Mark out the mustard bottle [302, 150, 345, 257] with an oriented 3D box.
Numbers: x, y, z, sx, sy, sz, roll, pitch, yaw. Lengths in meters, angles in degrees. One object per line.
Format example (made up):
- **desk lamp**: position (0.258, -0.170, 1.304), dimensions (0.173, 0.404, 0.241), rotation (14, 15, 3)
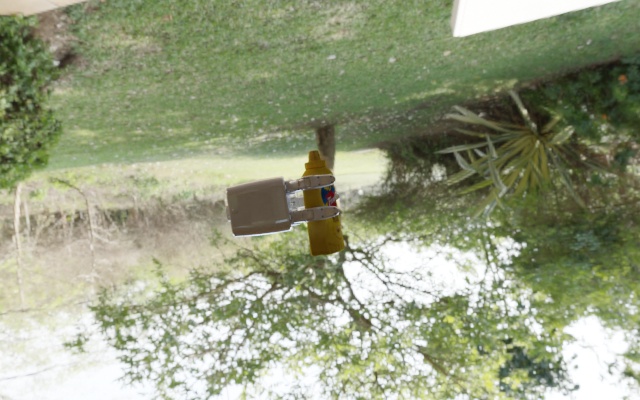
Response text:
- **mustard bottle**: position (0.001, 0.003, 0.883), dimensions (0.058, 0.191, 0.096), rotation (-9, -1, 21)
